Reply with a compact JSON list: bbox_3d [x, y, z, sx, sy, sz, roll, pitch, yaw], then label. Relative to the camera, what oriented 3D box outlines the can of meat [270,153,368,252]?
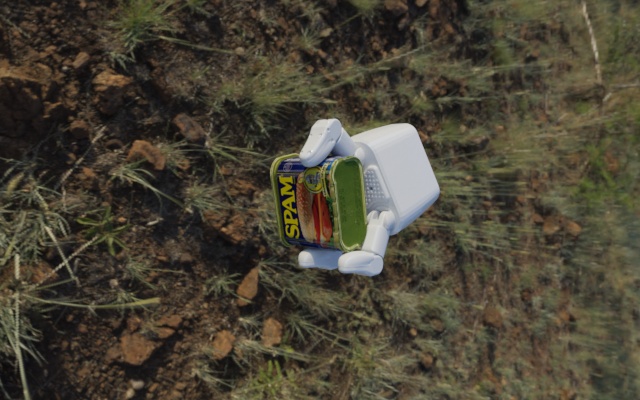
[{"bbox_3d":[0.000,0.002,0.507,0.084,0.102,0.057,4,16,39],"label":"can of meat"}]
